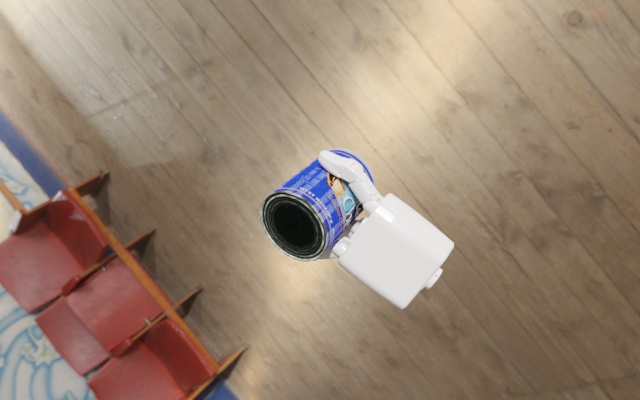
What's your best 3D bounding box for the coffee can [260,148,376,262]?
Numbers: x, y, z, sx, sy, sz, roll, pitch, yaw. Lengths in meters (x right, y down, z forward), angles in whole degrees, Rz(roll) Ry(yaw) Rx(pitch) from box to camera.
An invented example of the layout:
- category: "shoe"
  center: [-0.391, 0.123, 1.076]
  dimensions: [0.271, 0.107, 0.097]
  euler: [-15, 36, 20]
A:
- category: "coffee can"
  center: [0.000, 0.002, 0.649]
  dimensions: [0.103, 0.103, 0.140]
  euler: [0, 27, 35]
